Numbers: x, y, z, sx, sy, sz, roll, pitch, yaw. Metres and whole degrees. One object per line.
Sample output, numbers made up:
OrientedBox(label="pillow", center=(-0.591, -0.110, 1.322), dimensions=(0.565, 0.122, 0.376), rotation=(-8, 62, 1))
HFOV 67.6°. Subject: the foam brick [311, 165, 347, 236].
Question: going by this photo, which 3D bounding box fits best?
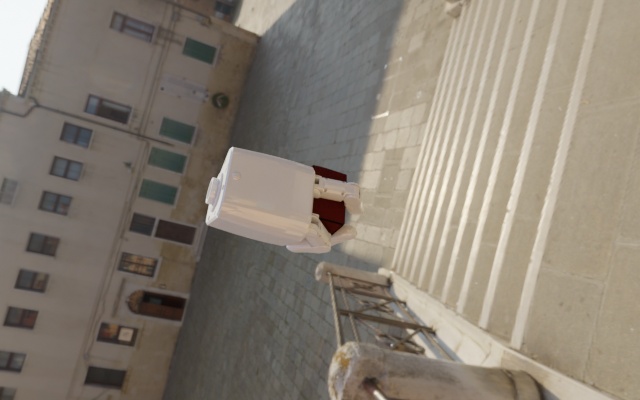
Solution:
OrientedBox(label="foam brick", center=(0.000, 0.002, 0.630), dimensions=(0.051, 0.078, 0.053), rotation=(15, -32, -19))
